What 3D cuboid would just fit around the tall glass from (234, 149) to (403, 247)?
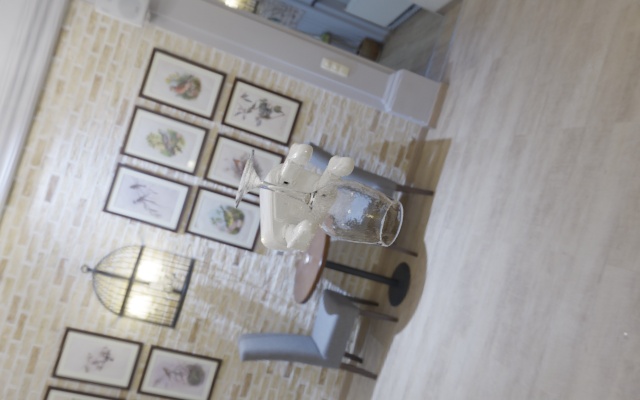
[{"bbox_3d":[-0.001,0.002,0.597,0.201,0.079,0.079,17,-4,-13],"label":"tall glass"}]
